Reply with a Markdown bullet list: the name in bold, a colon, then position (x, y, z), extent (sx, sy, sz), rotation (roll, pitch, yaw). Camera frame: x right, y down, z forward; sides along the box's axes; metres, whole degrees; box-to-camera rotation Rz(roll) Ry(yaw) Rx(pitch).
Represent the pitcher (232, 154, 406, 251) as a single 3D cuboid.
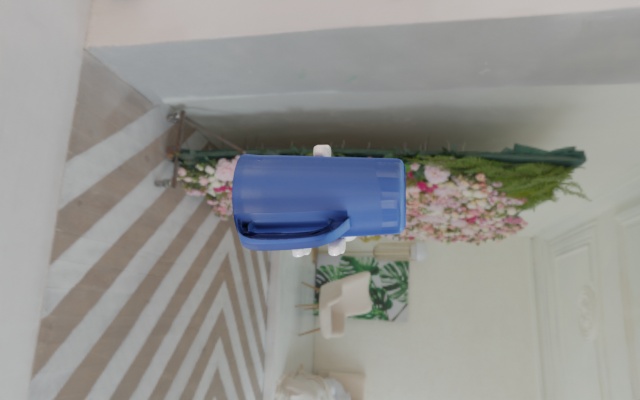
- **pitcher**: position (0.000, 0.002, 0.692), extent (0.243, 0.149, 0.145), rotation (-1, -10, 9)
